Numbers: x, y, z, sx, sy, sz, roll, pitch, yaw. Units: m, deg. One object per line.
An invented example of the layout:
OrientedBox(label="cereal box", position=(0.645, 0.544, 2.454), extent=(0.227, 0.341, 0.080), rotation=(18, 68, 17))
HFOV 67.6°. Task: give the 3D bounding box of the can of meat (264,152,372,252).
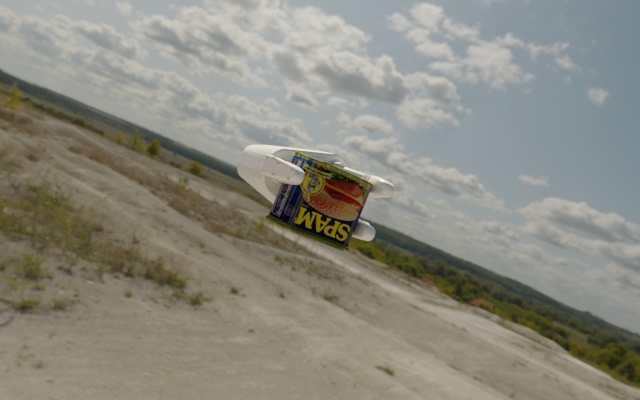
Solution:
OrientedBox(label="can of meat", position=(0.000, 0.001, 0.542), extent=(0.102, 0.084, 0.057), rotation=(23, -1, -27))
